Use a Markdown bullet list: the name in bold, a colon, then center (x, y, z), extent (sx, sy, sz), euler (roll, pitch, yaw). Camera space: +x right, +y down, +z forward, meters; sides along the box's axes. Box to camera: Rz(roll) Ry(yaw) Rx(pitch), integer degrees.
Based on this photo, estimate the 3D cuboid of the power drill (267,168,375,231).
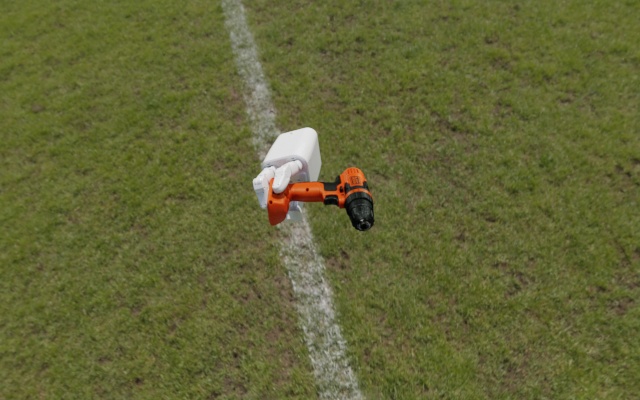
- **power drill**: center (0.000, 0.003, 0.864), extent (0.187, 0.057, 0.184), euler (-3, 28, -1)
